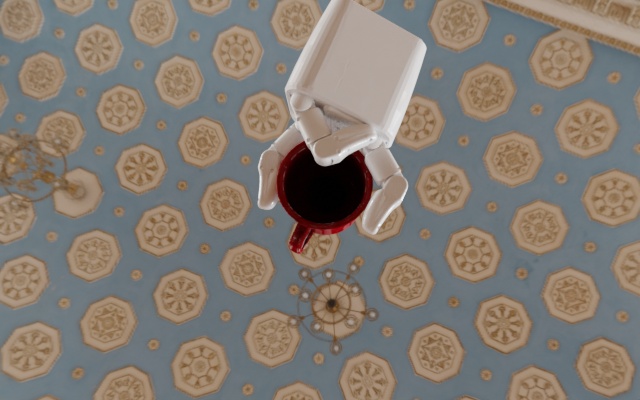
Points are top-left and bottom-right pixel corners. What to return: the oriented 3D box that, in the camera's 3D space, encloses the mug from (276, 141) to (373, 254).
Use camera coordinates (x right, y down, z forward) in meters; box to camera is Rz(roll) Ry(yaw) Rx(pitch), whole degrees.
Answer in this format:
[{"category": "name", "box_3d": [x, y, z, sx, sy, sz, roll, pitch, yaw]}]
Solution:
[{"category": "mug", "box_3d": [0.000, 0.003, 0.494, 0.093, 0.117, 0.081, 23, -11, 6]}]
